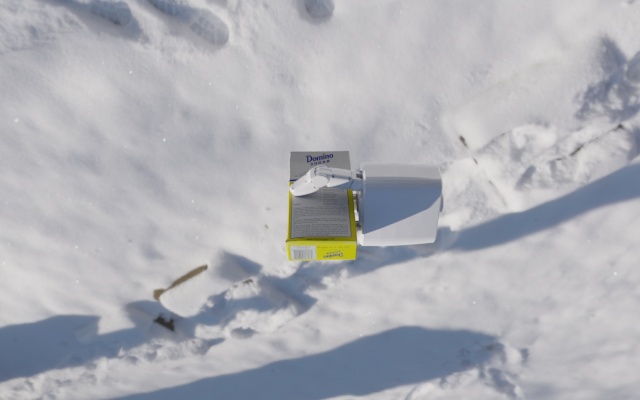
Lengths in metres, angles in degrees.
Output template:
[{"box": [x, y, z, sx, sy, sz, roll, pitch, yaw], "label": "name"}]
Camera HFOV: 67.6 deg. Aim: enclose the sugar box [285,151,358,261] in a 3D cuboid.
[{"box": [0.000, 0.003, 0.675, 0.093, 0.048, 0.176, 0, 45, 0], "label": "sugar box"}]
